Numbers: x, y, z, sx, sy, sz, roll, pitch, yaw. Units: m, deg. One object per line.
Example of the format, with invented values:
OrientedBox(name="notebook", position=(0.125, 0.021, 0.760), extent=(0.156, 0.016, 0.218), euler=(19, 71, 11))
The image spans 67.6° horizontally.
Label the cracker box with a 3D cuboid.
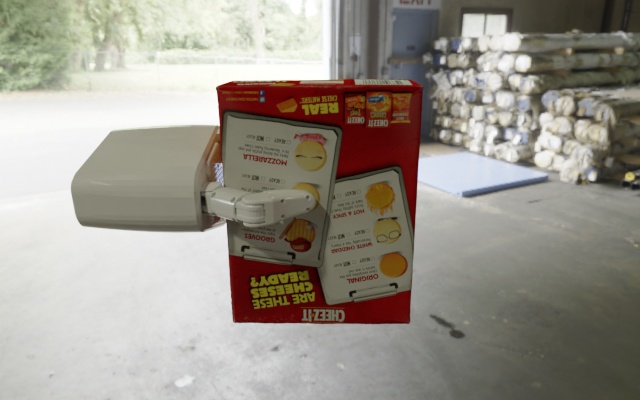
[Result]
OrientedBox(name="cracker box", position=(0.000, 0.001, 0.430), extent=(0.164, 0.214, 0.072), euler=(0, 19, 2))
